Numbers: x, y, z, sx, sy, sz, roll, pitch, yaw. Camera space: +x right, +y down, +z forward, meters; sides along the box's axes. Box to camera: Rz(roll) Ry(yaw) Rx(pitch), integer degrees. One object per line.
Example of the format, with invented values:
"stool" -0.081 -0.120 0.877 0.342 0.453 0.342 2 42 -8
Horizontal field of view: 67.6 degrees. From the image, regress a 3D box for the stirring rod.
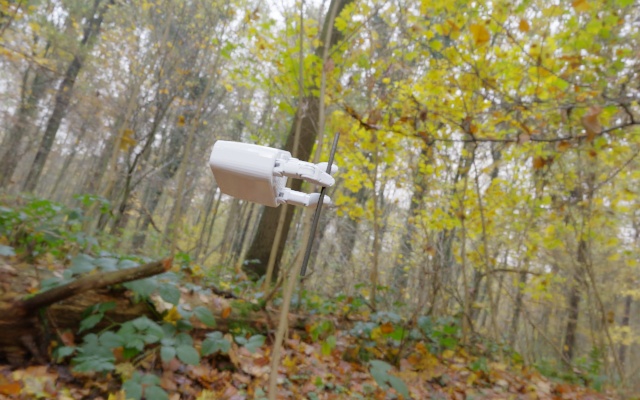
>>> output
"stirring rod" 0.000 0.003 0.763 0.011 0.239 0.011 13 -12 3
